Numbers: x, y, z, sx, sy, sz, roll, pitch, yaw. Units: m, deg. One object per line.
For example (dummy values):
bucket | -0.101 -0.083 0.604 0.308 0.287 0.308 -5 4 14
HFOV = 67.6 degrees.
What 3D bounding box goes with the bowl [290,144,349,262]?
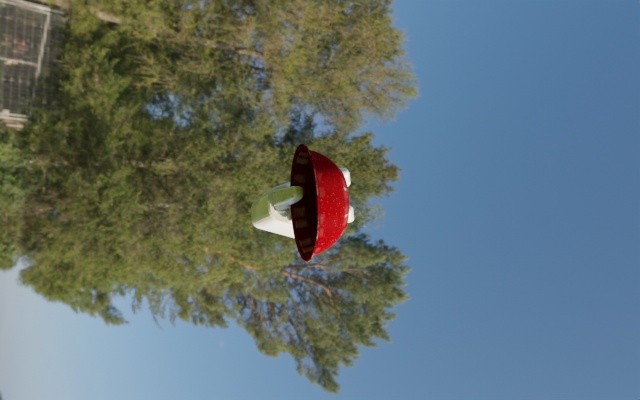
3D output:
bowl | 0.001 0.002 0.662 0.055 0.162 0.162 -3 1 -15
